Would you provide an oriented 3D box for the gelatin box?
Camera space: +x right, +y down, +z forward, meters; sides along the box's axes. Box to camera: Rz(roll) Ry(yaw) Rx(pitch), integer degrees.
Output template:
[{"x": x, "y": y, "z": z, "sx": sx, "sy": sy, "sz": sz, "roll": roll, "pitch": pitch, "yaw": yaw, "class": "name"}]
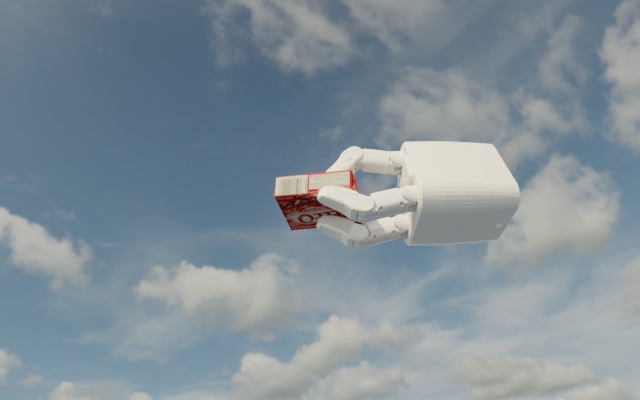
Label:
[{"x": 0.000, "y": 0.001, "z": 0.541, "sx": 0.089, "sy": 0.030, "sz": 0.073, "roll": -5, "pitch": -35, "yaw": 11, "class": "gelatin box"}]
